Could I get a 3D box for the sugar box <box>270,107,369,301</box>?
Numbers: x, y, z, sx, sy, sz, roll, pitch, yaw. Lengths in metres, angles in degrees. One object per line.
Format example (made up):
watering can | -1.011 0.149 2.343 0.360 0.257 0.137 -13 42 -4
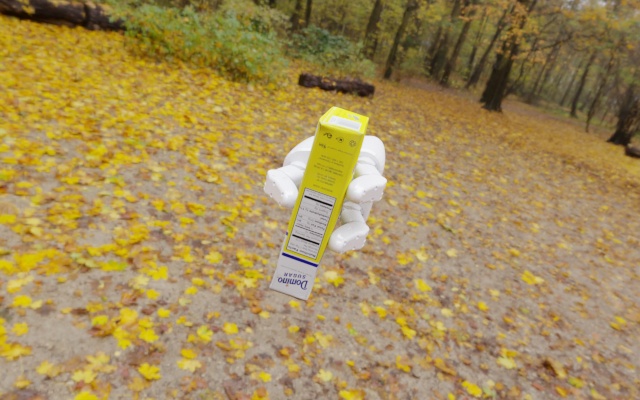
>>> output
sugar box | 0.001 0.002 0.478 0.048 0.176 0.093 17 21 4
